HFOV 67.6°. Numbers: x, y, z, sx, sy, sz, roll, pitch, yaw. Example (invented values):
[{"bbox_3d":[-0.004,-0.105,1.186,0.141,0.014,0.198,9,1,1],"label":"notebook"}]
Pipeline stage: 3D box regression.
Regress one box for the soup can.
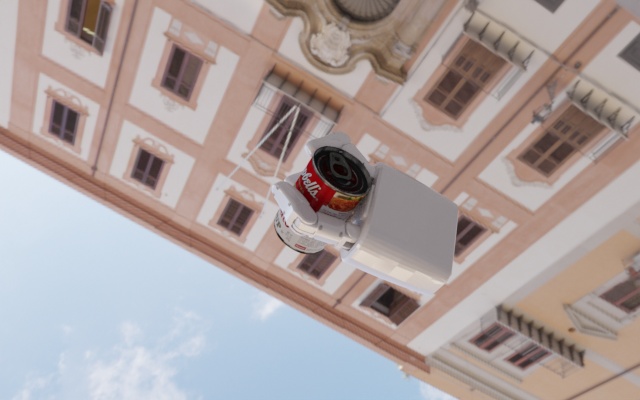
[{"bbox_3d":[-0.001,0.002,0.509,0.068,0.068,0.102,0,-40,-36],"label":"soup can"}]
